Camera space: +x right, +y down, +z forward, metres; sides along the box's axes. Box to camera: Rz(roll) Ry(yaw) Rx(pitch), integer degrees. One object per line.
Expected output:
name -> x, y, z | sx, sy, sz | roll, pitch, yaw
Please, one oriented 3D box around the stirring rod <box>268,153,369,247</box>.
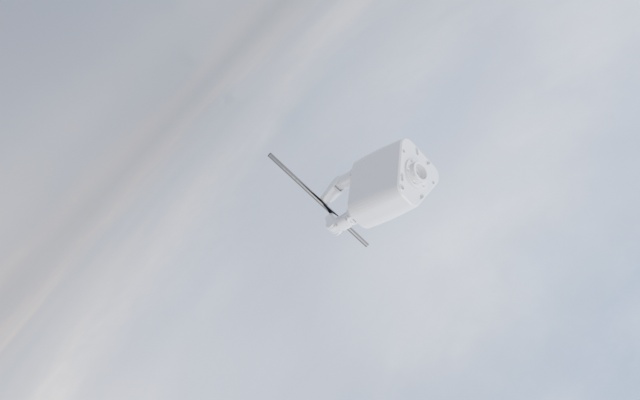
stirring rod -> 0.000, 0.003, 0.814 | 0.239, 0.011, 0.011 | 43, -17, -19
